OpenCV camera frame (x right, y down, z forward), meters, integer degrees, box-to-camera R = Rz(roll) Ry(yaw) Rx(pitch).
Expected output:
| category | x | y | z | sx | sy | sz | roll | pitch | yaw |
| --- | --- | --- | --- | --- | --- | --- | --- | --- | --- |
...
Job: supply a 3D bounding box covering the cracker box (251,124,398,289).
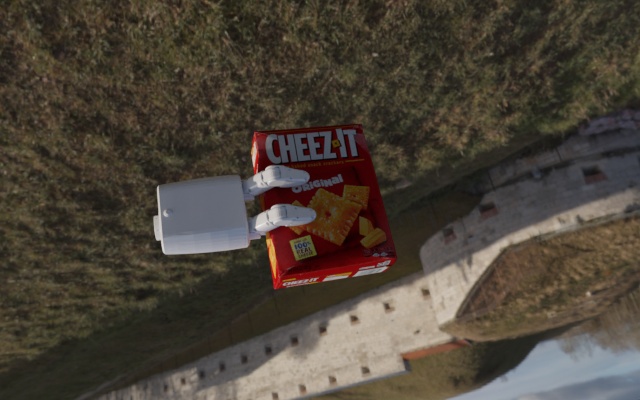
| category | x | y | z | sx | sy | sz | roll | pitch | yaw |
| --- | --- | --- | --- | --- | --- | --- | --- | --- | --- |
| cracker box | 0.000 | 0.002 | 0.668 | 0.164 | 0.213 | 0.072 | -6 | -22 | -15 |
